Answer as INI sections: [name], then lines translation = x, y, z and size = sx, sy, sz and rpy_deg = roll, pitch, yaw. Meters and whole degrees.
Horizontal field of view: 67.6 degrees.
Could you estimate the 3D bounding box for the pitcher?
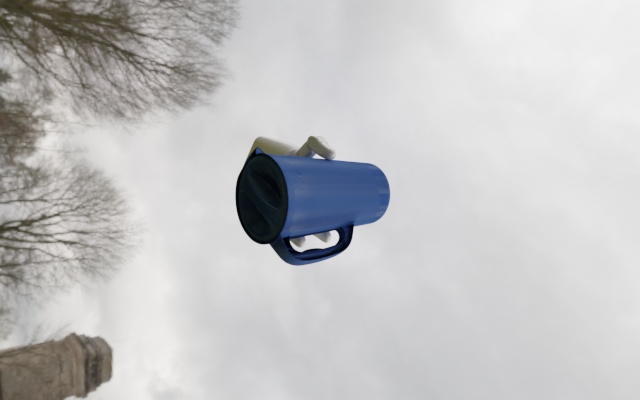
[pitcher]
translation = 0.000, 0.002, 0.761
size = 0.243, 0.149, 0.145
rpy_deg = -3, 21, -41
